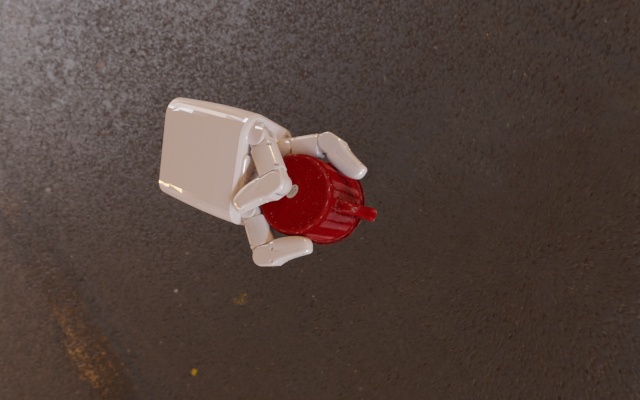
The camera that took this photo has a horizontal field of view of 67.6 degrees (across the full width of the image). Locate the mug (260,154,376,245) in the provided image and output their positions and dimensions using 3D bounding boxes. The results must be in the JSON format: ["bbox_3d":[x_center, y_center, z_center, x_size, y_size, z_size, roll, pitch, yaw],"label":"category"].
[{"bbox_3d":[0.001,0.002,0.491,0.117,0.093,0.081,17,1,25],"label":"mug"}]
